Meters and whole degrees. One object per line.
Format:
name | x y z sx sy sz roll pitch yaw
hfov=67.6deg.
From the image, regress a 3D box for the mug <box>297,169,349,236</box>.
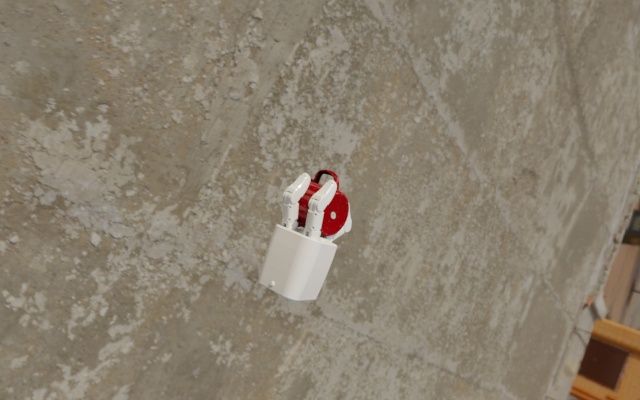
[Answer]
mug | 0.001 0.001 0.843 0.081 0.117 0.093 19 -1 40
